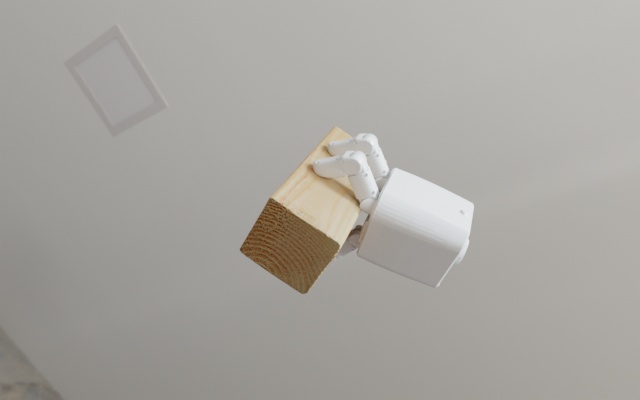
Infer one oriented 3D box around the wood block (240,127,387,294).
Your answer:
[{"bbox_3d":[0.000,0.002,0.581,0.090,0.091,0.206,34,35,1],"label":"wood block"}]
